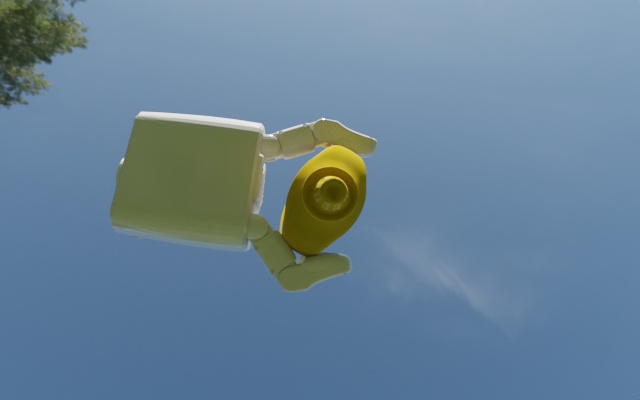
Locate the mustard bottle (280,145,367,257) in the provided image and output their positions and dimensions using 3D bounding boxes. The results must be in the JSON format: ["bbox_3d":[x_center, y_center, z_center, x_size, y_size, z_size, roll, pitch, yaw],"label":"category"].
[{"bbox_3d":[0.000,0.001,0.415,0.058,0.096,0.191,31,-7,-1],"label":"mustard bottle"}]
